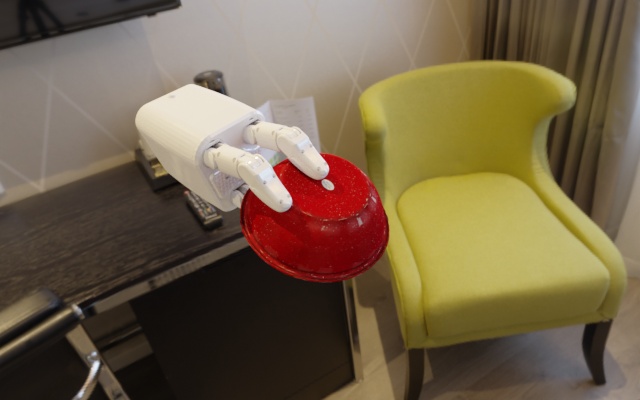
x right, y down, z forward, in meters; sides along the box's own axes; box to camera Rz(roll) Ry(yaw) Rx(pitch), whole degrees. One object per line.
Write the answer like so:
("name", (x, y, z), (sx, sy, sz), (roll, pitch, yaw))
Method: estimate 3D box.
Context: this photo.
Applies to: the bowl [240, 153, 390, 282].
("bowl", (0.001, 0.002, 0.491), (0.162, 0.162, 0.055), (0, -41, -14))
